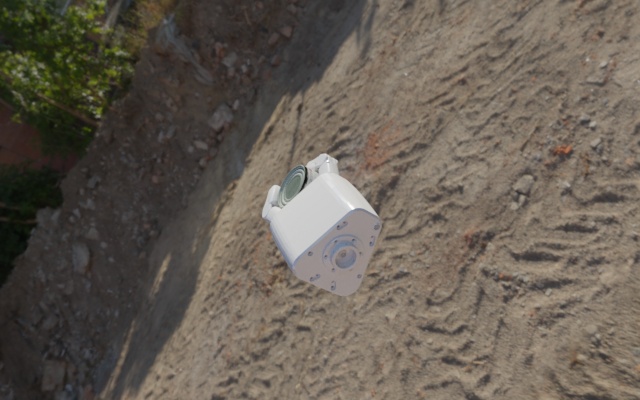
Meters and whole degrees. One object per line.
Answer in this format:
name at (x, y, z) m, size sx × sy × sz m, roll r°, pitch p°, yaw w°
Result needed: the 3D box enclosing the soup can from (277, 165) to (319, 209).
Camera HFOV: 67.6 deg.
soup can at (0.000, 0.002, 0.661) m, size 0.102 × 0.068 × 0.068 m, roll 28°, pitch -14°, yaw -27°
